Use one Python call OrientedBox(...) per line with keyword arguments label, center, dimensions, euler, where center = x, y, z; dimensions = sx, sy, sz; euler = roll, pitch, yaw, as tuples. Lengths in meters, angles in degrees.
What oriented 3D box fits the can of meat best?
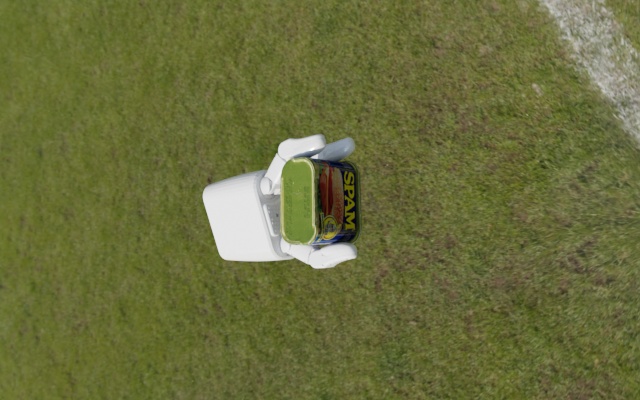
OrientedBox(label="can of meat", center=(0.000, 0.002, 0.550), dimensions=(0.057, 0.102, 0.084), euler=(-3, -4, 39))
